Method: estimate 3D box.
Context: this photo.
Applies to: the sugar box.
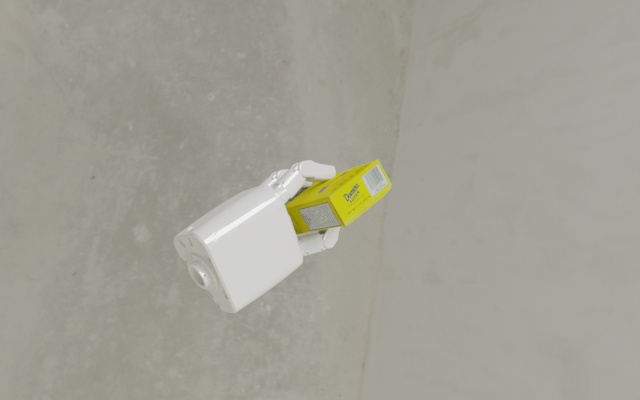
[{"bbox_3d":[0.000,0.002,0.617,0.093,0.048,0.176,-37,15,-33],"label":"sugar box"}]
